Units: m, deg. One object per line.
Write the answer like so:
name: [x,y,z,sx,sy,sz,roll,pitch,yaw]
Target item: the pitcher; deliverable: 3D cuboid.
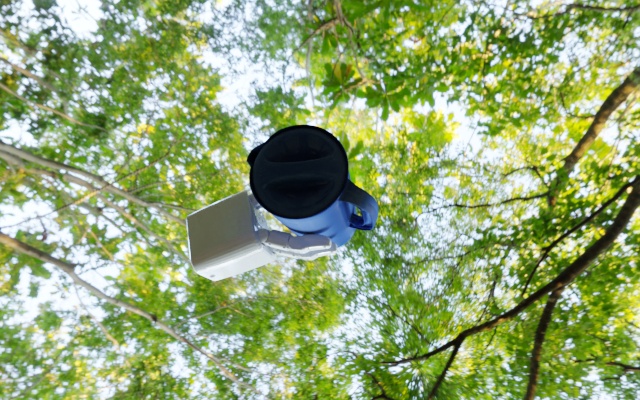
pitcher: [0.000,0.002,0.720,0.145,0.149,0.243,-23,-22,3]
